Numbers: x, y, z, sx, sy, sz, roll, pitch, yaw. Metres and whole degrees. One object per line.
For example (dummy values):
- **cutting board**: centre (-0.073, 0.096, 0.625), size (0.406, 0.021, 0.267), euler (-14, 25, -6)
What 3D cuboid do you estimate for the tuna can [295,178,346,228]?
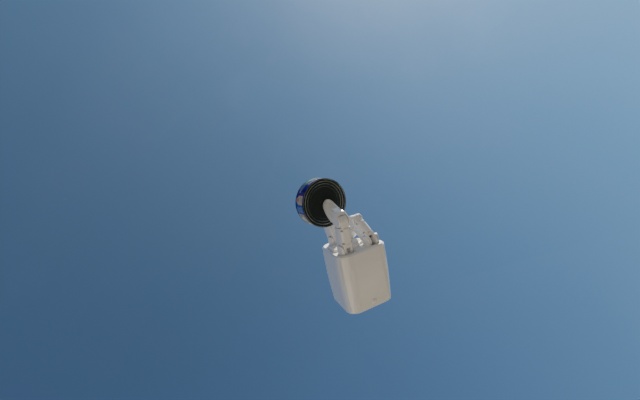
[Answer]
- **tuna can**: centre (0.000, 0.003, 0.837), size (0.086, 0.086, 0.034), euler (0, 6, -29)
